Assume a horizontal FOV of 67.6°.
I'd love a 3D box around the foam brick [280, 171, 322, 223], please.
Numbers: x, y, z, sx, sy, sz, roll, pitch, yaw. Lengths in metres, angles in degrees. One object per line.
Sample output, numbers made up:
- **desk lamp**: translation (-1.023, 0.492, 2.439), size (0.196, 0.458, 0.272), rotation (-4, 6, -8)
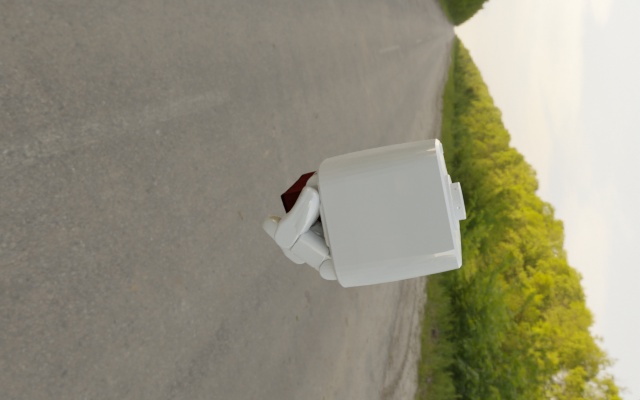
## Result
- **foam brick**: translation (0.000, 0.001, 0.503), size (0.051, 0.053, 0.078), rotation (-12, 16, 19)
